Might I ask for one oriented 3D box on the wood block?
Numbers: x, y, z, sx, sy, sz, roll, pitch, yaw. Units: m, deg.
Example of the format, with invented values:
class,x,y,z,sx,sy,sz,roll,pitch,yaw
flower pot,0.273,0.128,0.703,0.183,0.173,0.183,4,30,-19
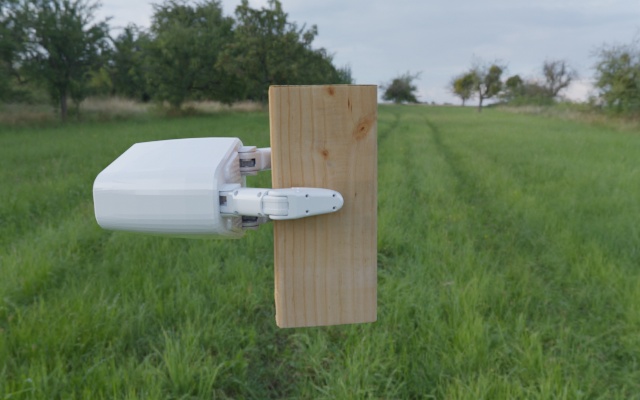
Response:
class,x,y,z,sx,sy,sz,roll,pitch,yaw
wood block,0.000,0.001,0.443,0.090,0.206,0.091,-2,10,-6
